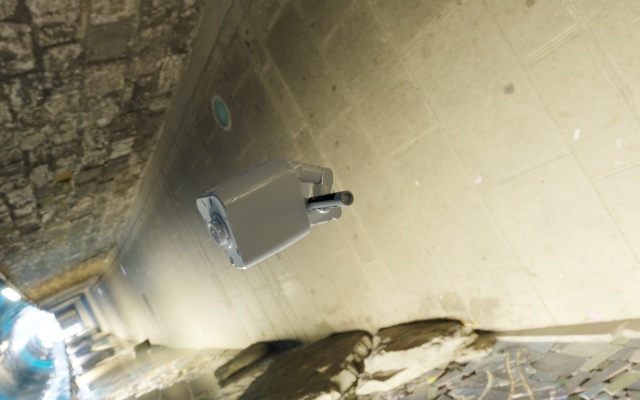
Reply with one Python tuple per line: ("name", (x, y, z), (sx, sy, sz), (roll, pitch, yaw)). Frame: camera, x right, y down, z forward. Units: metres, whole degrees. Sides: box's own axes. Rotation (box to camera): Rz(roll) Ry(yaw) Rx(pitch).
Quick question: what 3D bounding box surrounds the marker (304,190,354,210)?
("marker", (0.000, 0.002, 0.606), (0.020, 0.020, 0.121), (0, -4, -32))
